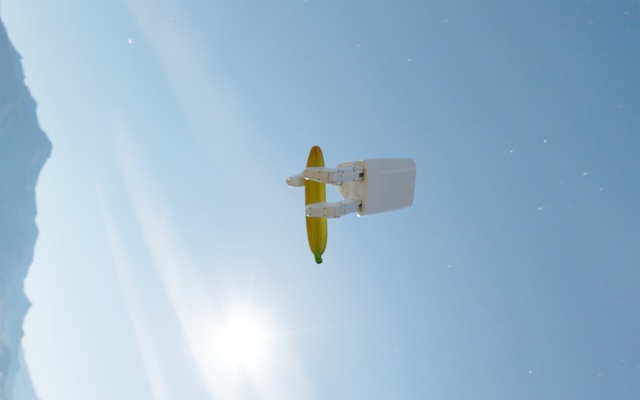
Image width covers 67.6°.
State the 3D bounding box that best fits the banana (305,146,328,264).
[{"bbox_3d":[-0.005,0.008,0.820,0.037,0.198,0.069,-2,-5,-16],"label":"banana"}]
